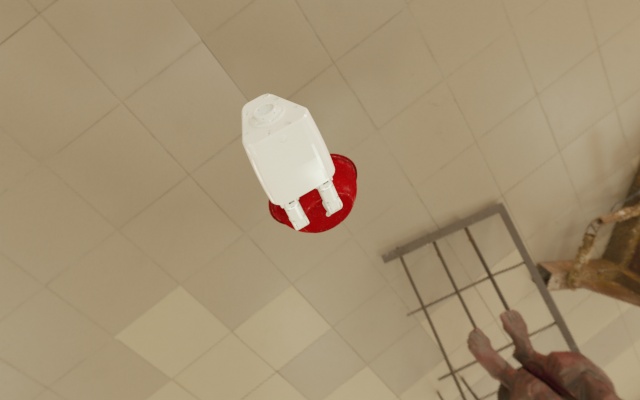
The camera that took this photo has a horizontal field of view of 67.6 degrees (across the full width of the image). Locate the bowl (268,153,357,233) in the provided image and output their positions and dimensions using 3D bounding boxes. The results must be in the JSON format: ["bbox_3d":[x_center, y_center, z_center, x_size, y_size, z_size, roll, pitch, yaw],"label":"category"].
[{"bbox_3d":[0.001,0.003,0.775,0.162,0.162,0.055,0,44,-37],"label":"bowl"}]
